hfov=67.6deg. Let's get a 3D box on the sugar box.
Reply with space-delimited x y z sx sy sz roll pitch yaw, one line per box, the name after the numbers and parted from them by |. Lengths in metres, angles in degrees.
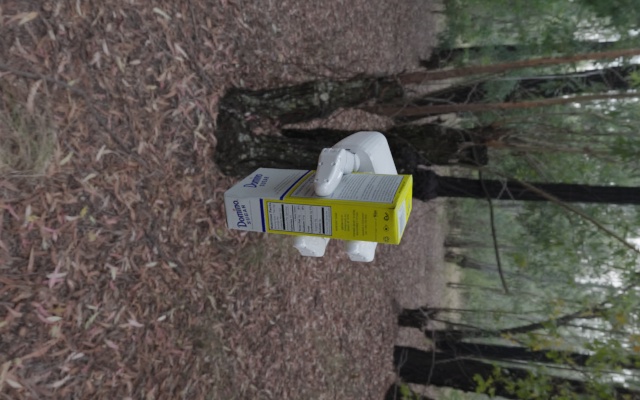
0.000 0.002 0.493 0.176 0.048 0.093 2 21 19 | sugar box
